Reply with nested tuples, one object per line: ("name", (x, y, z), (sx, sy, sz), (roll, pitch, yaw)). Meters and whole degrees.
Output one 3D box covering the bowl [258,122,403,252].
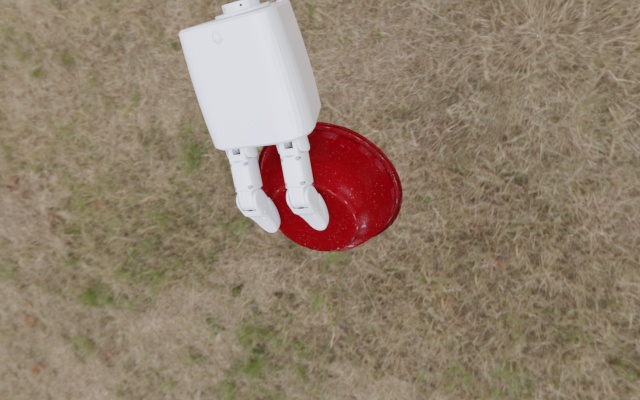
("bowl", (0.001, 0.003, 0.494), (0.162, 0.162, 0.055), (0, 40, 23))
